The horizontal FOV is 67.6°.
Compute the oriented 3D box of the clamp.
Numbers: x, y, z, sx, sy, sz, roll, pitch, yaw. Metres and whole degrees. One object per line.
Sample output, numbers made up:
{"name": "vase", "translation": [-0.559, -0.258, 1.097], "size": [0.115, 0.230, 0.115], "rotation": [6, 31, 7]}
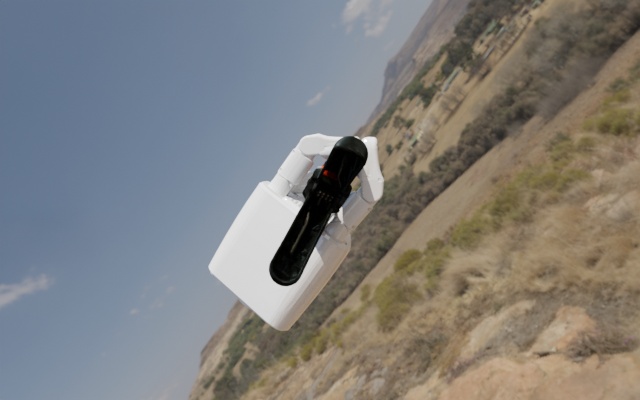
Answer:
{"name": "clamp", "translation": [0.000, 0.001, 0.401], "size": [0.039, 0.120, 0.171], "rotation": [35, 8, 0]}
